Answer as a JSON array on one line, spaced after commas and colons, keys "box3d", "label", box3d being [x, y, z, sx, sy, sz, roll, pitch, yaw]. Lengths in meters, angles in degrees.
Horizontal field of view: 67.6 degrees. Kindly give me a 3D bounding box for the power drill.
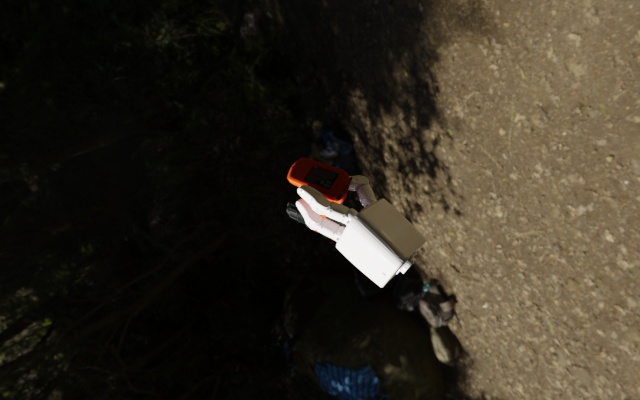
[{"box3d": [0.000, 0.003, 0.878, 0.184, 0.057, 0.188, 19, -26, 24], "label": "power drill"}]
